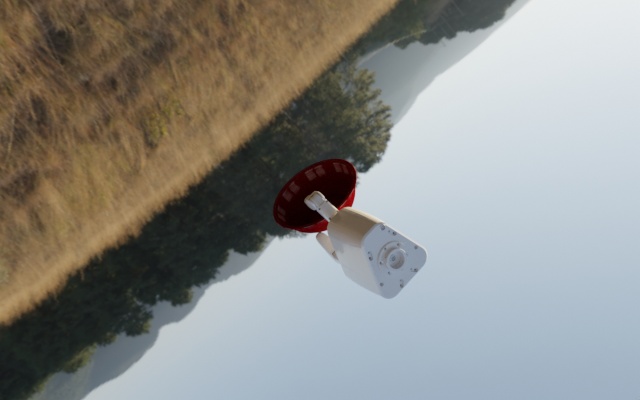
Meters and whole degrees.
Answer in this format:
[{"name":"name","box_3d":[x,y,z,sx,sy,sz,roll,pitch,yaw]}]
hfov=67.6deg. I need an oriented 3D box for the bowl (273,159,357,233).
[{"name":"bowl","box_3d":[0.000,0.002,0.824,0.162,0.162,0.055,0,-41,39]}]
